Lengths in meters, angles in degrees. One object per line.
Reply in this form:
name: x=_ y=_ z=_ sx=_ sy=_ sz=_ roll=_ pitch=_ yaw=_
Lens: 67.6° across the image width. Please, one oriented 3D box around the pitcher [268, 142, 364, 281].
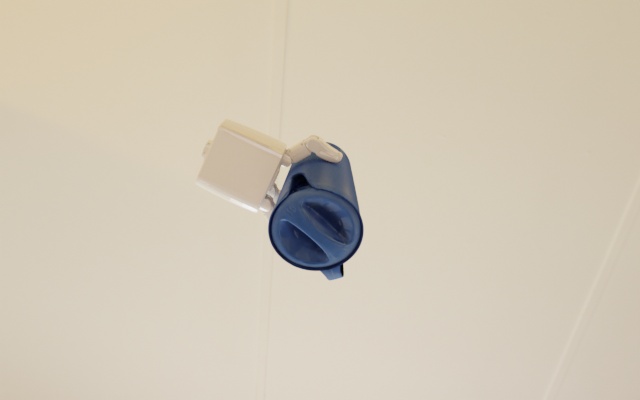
pitcher: x=0.000 y=0.002 z=0.767 sx=0.145 sy=0.149 sz=0.242 roll=24 pitch=25 yaw=-9
